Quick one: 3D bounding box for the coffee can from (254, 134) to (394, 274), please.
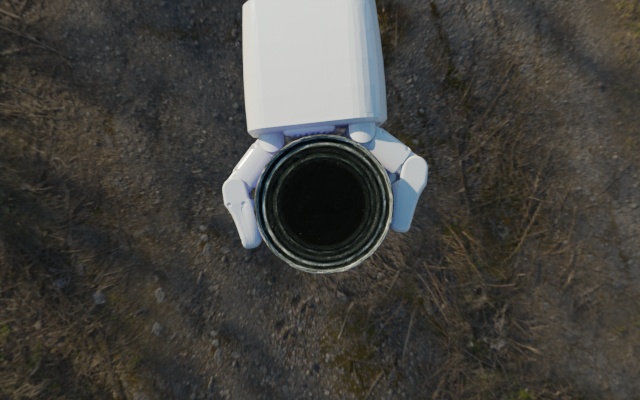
[{"bbox_3d":[0.000,0.002,0.415,0.103,0.103,0.140,0,1,-2],"label":"coffee can"}]
